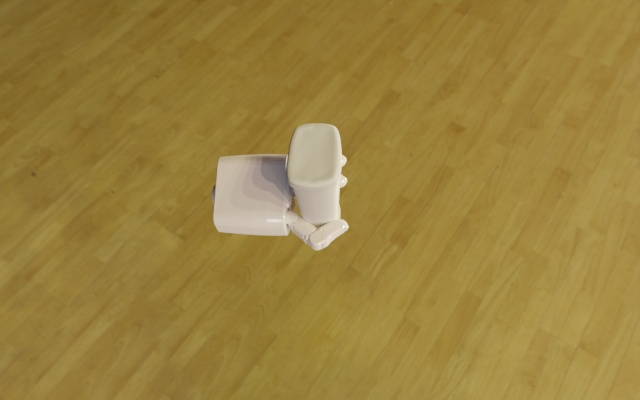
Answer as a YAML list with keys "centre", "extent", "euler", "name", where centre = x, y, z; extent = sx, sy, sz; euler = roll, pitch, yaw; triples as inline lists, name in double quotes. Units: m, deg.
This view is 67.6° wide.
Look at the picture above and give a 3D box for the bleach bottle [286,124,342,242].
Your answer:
- centre: [0.000, 0.002, 0.701]
  extent: [0.068, 0.102, 0.251]
  euler: [1, -30, 5]
  name: "bleach bottle"
